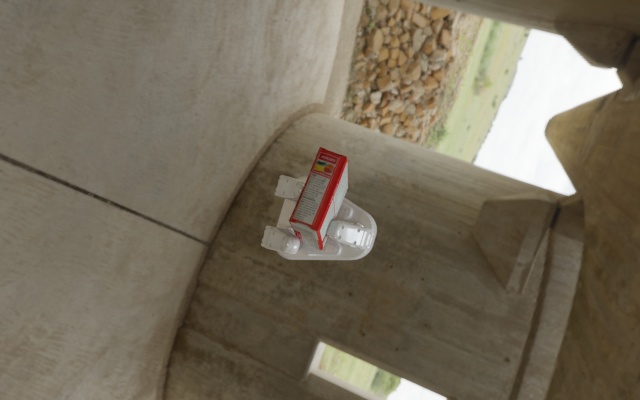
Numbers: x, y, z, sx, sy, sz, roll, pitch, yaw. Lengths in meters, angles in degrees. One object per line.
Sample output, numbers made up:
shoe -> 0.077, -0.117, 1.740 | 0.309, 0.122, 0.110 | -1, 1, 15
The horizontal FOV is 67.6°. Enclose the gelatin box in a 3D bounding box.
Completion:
gelatin box -> 0.000, 0.002, 0.450 | 0.030, 0.073, 0.089 | 20, -14, 8
